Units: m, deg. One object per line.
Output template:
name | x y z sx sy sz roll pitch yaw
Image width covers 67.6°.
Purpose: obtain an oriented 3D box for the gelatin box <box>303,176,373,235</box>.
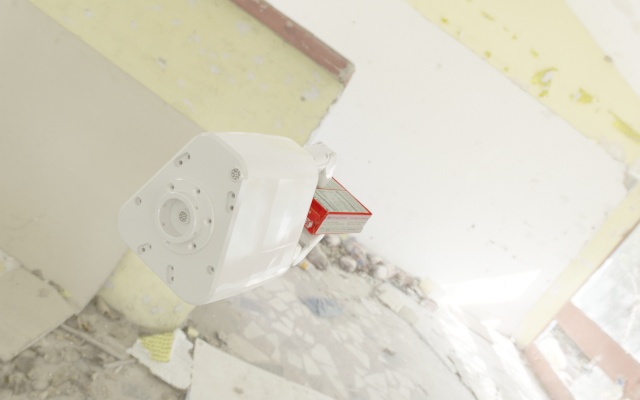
gelatin box | 0.001 0.001 0.480 0.073 0.030 0.089 44 23 28
